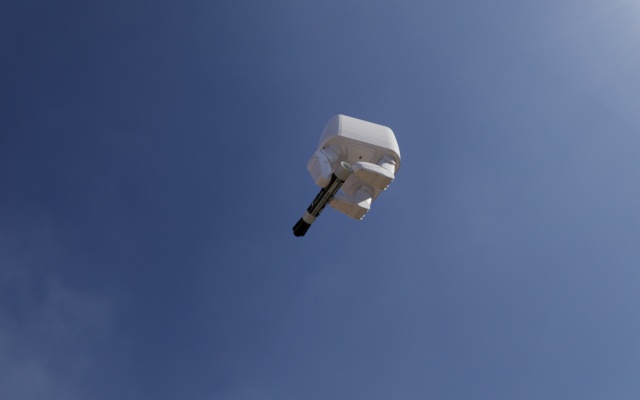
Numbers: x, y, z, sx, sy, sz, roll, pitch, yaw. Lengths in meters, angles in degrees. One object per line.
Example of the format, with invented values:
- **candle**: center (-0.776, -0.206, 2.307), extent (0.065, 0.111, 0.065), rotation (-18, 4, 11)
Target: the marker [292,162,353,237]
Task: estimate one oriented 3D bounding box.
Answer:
- **marker**: center (0.000, 0.002, 0.609), extent (0.020, 0.121, 0.020), rotation (28, 27, -16)
